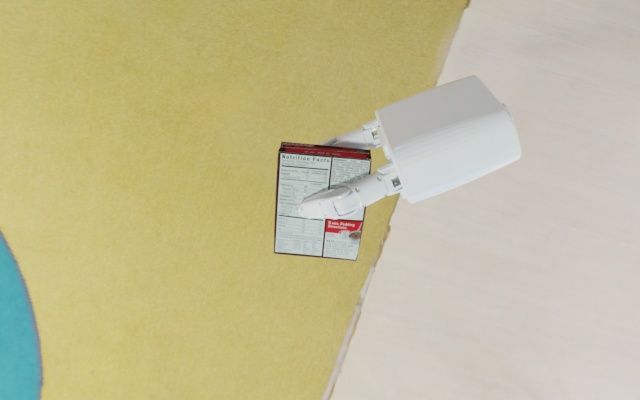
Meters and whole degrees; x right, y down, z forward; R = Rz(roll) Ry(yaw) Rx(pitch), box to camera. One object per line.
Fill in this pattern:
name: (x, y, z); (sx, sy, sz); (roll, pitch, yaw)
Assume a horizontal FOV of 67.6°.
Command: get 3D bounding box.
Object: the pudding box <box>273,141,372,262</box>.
pudding box: (0.000, 0.002, 0.475); (0.090, 0.113, 0.039); (6, 20, 1)
